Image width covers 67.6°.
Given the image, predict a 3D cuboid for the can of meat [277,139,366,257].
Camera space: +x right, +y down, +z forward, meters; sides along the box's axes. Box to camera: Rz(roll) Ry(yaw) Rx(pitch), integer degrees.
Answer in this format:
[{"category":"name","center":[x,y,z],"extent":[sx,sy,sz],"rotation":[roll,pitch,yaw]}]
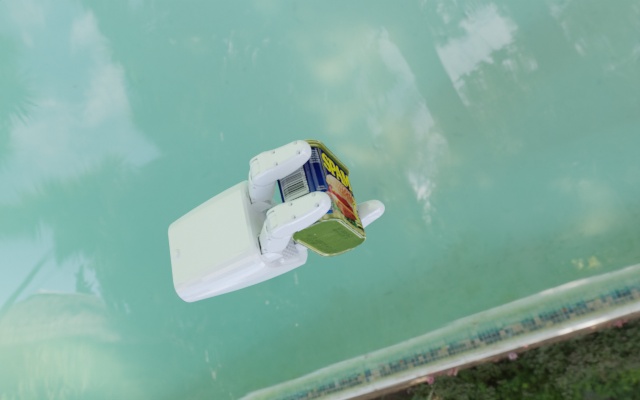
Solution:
[{"category":"can of meat","center":[0.000,0.002,0.471],"extent":[0.057,0.084,0.102],"rotation":[-24,-27,17]}]
